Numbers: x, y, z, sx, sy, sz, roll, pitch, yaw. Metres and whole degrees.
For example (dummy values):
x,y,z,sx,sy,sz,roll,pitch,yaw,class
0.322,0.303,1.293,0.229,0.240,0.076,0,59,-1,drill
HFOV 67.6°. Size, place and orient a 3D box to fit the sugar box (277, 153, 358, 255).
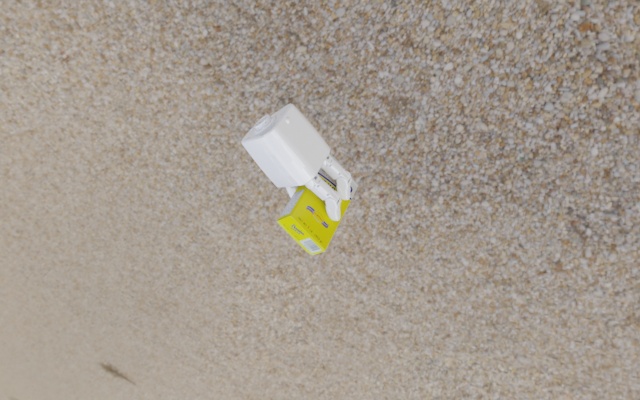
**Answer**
x,y,z,sx,sy,sz,roll,pitch,yaw,class
0.000,0.003,0.858,0.048,0.093,0.176,-21,30,45,sugar box
